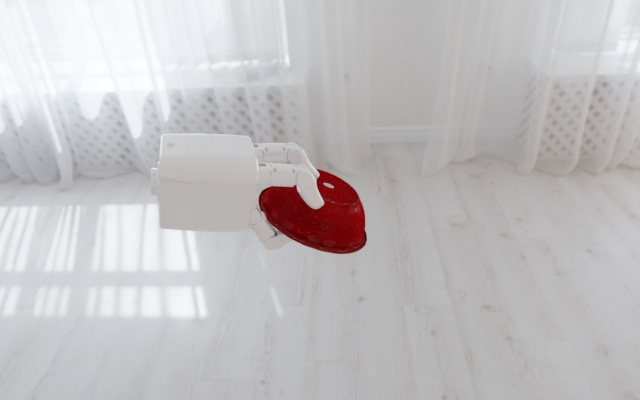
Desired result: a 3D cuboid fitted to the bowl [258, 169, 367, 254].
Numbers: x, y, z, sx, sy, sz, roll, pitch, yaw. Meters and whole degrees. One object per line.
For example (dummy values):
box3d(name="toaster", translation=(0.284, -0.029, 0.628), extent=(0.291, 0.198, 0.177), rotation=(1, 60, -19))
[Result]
box3d(name="bowl", translation=(0.001, 0.002, 0.650), extent=(0.162, 0.055, 0.162), rotation=(20, 25, -10))
